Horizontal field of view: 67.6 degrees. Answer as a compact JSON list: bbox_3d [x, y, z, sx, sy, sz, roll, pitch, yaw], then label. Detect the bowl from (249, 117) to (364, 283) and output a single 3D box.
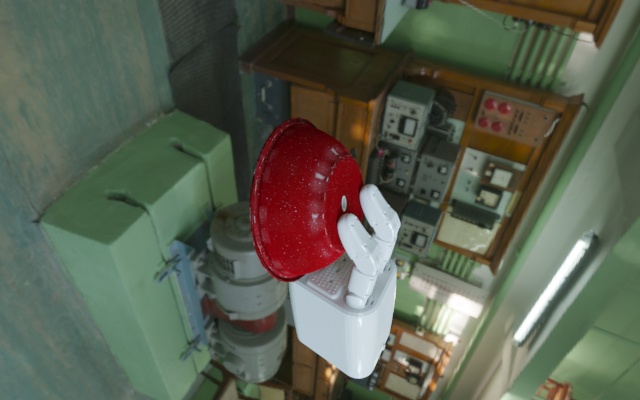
[{"bbox_3d":[0.000,0.001,0.459,0.055,0.162,0.162,4,2,27],"label":"bowl"}]
